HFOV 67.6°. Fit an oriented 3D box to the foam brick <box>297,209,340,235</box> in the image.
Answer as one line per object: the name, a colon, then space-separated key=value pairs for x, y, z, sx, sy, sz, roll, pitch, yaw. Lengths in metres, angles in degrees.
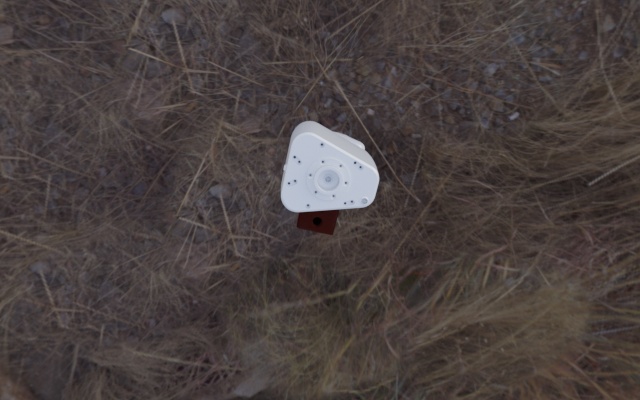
foam brick: x=0.000 y=0.002 z=0.669 sx=0.053 sy=0.078 sz=0.051 roll=12 pitch=14 yaw=-4
